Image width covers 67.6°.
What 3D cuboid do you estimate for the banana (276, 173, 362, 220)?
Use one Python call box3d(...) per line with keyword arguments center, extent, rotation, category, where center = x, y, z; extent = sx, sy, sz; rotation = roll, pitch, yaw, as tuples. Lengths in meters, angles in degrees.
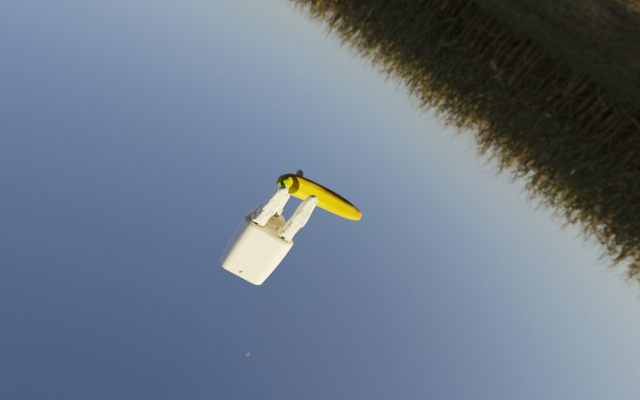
box3d(center=(-0.010, -0.008, 0.863), extent=(0.198, 0.037, 0.069), rotation=(22, 21, -38), category="banana")
